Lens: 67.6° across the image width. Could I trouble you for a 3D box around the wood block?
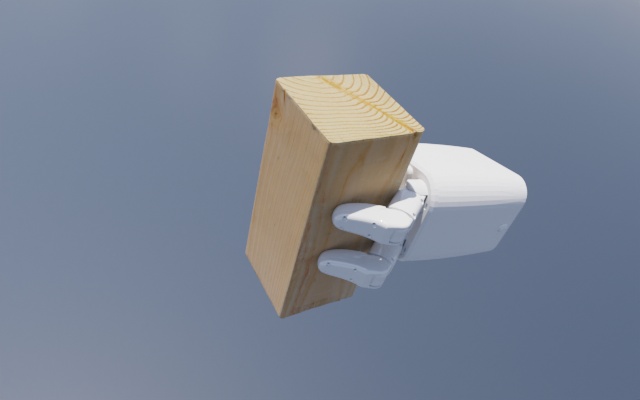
[{"bbox_3d":[0.000,0.001,0.433,0.090,0.206,0.090,-11,47,-29],"label":"wood block"}]
